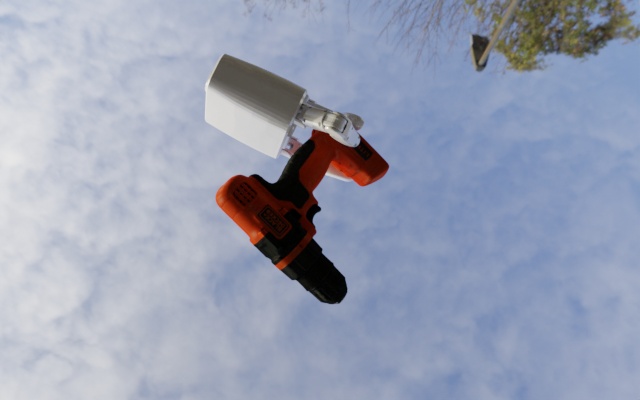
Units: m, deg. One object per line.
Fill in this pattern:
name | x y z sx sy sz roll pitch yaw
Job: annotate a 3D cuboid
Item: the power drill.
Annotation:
power drill | 0.000 0.001 0.561 0.187 0.184 0.057 -48 7 -29
